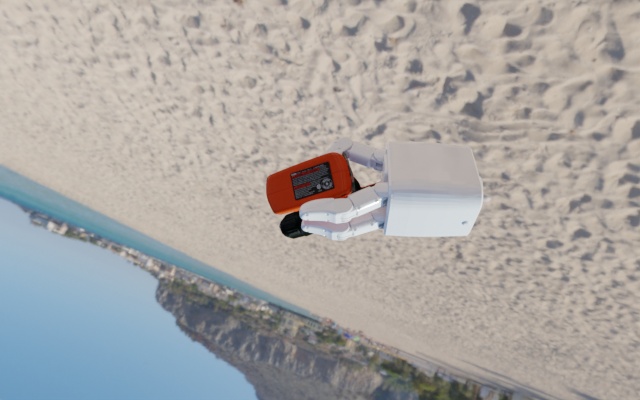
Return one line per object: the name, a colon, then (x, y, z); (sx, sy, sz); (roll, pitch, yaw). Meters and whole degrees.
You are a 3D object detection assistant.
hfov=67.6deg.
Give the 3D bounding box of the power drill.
power drill: (0.000, 0.002, 0.646); (0.184, 0.057, 0.188); (-20, -17, 16)
